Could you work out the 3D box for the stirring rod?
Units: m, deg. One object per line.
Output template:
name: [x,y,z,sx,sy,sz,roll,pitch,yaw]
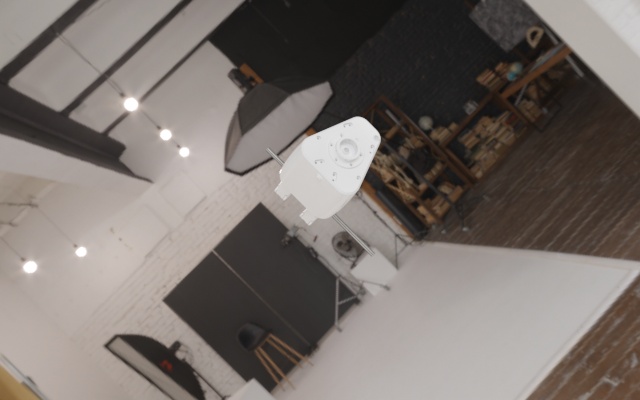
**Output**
stirring rod: [0.000,0.003,0.767,0.011,0.239,0.011,-45,1,1]
